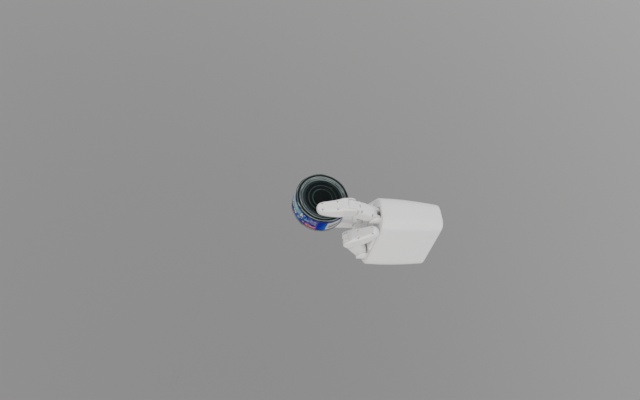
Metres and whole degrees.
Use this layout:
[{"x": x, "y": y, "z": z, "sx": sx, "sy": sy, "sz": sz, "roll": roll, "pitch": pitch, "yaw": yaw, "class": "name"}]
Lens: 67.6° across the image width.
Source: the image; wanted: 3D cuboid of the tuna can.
[{"x": 0.000, "y": 0.002, "z": 0.742, "sx": 0.086, "sy": 0.086, "sz": 0.034, "roll": 0, "pitch": -27, "yaw": -15, "class": "tuna can"}]
